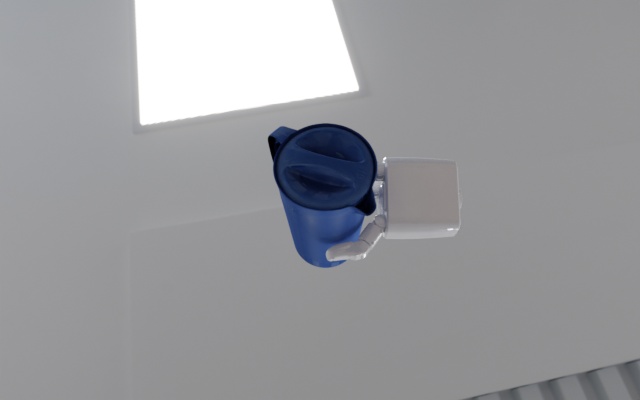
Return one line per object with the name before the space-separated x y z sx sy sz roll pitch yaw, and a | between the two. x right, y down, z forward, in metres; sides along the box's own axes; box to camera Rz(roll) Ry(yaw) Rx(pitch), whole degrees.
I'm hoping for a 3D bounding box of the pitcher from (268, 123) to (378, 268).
pitcher | 0.000 0.002 0.709 0.145 0.149 0.243 -2 -29 0
